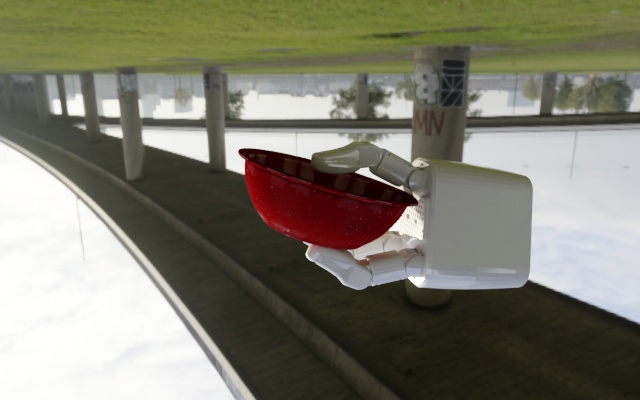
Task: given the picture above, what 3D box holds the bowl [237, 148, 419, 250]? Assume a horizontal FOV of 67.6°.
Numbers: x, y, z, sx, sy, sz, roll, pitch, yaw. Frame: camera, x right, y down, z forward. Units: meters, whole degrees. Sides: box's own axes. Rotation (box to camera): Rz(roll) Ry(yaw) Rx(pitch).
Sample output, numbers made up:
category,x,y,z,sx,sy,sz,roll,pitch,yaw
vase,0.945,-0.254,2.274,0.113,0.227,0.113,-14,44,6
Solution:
category,x,y,z,sx,sy,sz,roll,pitch,yaw
bowl,-0.001,0.001,0.420,0.162,0.055,0.162,16,10,-3
